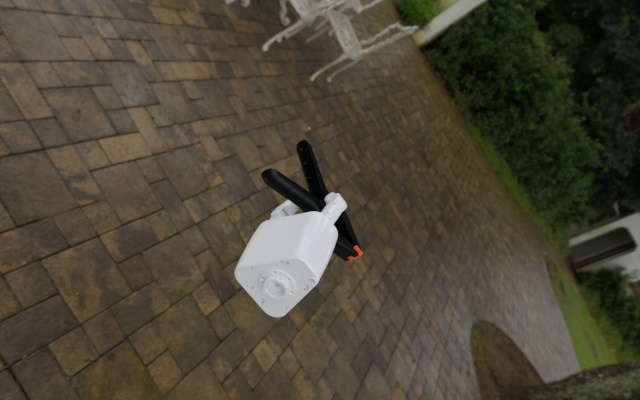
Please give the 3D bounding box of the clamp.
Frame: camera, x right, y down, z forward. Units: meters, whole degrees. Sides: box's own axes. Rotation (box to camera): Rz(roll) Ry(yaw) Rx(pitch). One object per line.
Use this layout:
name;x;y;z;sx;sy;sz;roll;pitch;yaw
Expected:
clamp;0.001;0.003;0.761;0.036;0.210;0.164;-29;18;28
